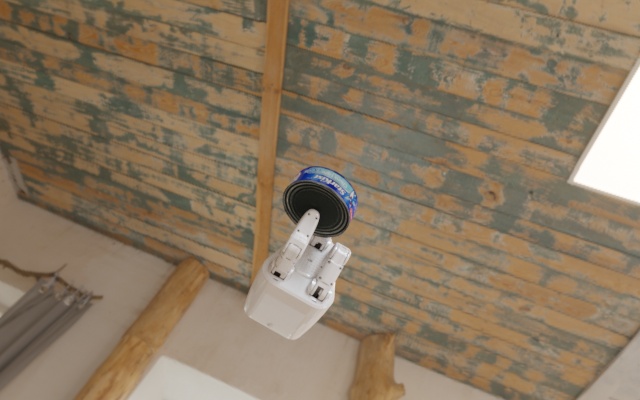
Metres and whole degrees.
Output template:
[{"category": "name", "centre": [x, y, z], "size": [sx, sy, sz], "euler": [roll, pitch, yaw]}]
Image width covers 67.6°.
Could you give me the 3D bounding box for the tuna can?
[{"category": "tuna can", "centre": [0.000, 0.001, 0.569], "size": [0.086, 0.086, 0.033], "euler": [0, 38, 30]}]
